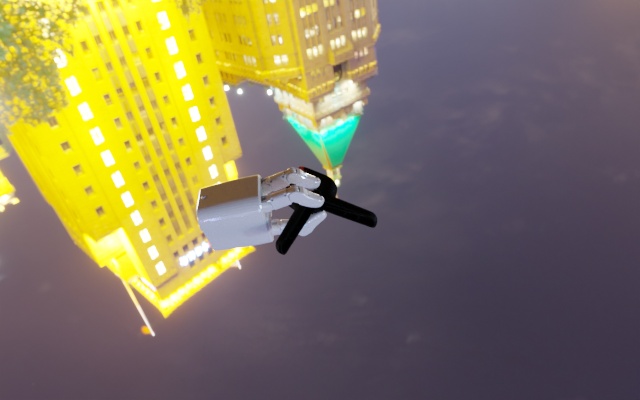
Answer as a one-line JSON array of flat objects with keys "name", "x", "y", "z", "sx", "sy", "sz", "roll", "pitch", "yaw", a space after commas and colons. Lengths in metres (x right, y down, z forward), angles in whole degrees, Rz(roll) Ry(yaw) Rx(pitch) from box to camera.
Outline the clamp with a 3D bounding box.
[{"name": "clamp", "x": 0.000, "y": 0.003, "z": 0.816, "sx": 0.164, "sy": 0.036, "sz": 0.209, "roll": -12, "pitch": 36, "yaw": 0}]
